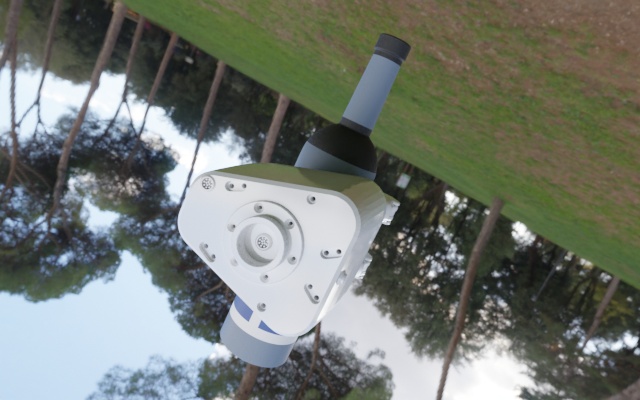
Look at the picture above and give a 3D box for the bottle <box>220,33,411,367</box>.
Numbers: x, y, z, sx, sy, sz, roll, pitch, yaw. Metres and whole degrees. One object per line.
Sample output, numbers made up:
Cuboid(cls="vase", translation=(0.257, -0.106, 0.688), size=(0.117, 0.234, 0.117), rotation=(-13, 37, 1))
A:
Cuboid(cls="bottle", translation=(0.000, 0.002, 0.413), size=(0.069, 0.296, 0.069), rotation=(24, 10, -5))
